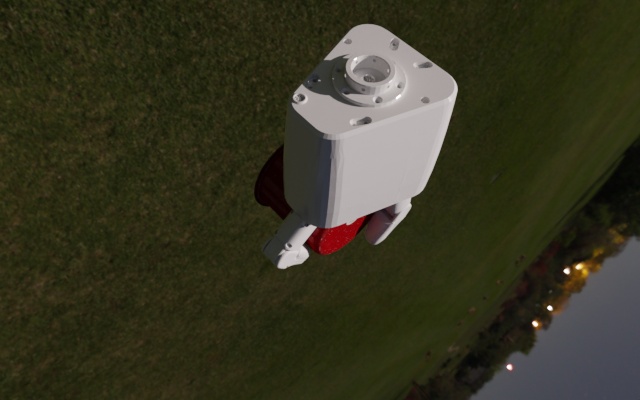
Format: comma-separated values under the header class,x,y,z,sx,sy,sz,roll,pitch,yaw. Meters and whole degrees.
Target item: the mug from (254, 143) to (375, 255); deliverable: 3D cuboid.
class,x,y,z,sx,sy,sz,roll,pitch,yaw
mug,0.000,0.002,0.449,0.093,0.081,0.117,-37,-24,-22
